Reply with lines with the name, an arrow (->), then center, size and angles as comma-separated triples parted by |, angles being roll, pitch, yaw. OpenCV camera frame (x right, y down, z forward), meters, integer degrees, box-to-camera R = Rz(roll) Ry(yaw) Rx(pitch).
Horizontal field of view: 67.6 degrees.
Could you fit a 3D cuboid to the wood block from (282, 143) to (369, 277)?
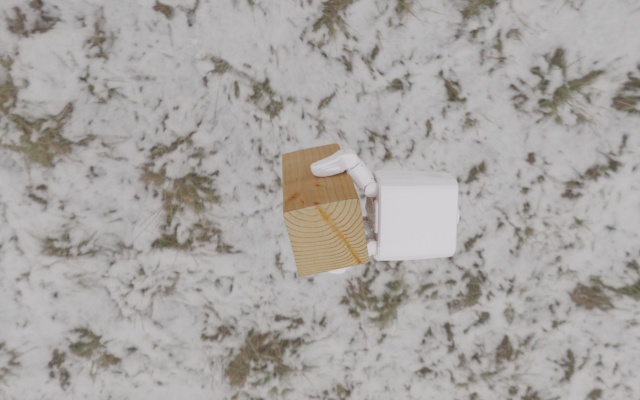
wood block -> 0.000, 0.002, 0.648 | 0.090, 0.091, 0.206 | -11, 24, 0
